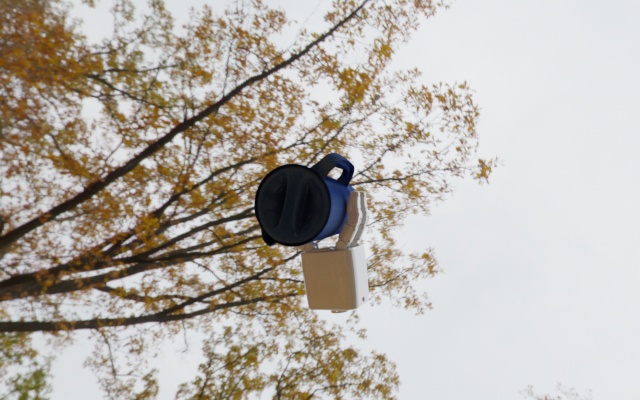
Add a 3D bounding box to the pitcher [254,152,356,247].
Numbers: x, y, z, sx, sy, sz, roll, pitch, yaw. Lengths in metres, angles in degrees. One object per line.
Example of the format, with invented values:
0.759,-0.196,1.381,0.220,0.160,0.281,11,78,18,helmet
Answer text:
0.000,0.003,0.862,0.149,0.145,0.243,-7,-4,20,pitcher
